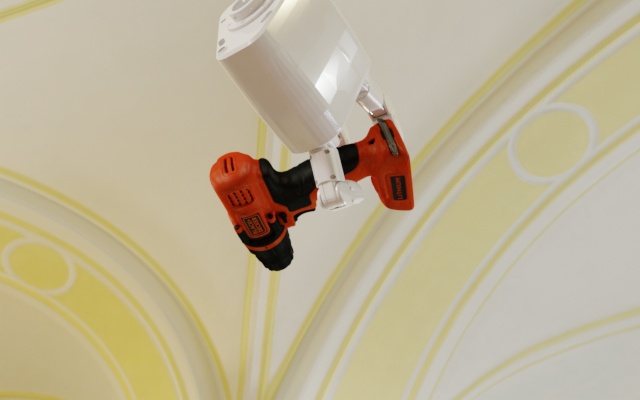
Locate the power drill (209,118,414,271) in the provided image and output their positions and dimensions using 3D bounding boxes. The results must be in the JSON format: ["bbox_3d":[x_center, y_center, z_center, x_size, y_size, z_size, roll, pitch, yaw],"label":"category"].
[{"bbox_3d":[0.000,0.001,0.494,0.187,0.057,0.185,-19,-36,0],"label":"power drill"}]
